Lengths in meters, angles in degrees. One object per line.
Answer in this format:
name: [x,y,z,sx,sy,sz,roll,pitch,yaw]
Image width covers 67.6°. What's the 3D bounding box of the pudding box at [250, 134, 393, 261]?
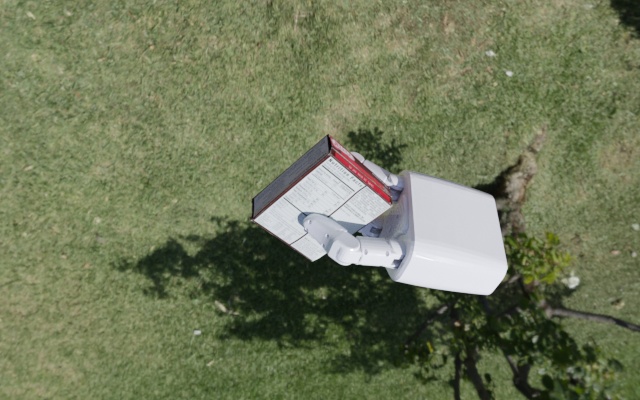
pudding box: [0.000,0.002,0.473,0.113,0.039,0.090,-39,-60,23]
